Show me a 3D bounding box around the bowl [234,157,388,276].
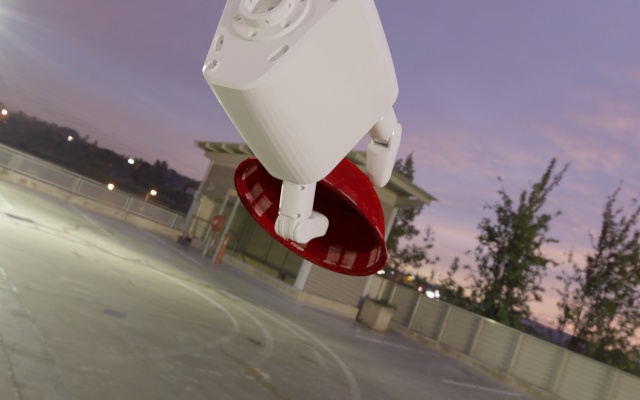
[{"bbox_3d":[0.000,0.002,0.452,0.162,0.055,0.162,25,-30,16],"label":"bowl"}]
